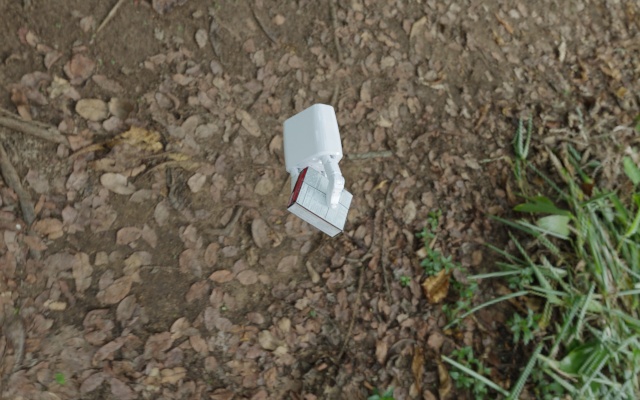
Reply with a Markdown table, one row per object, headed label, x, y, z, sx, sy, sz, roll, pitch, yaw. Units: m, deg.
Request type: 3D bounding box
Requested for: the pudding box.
| label | x | y | z | sx | sy | sz | roll | pitch | yaw |
| --- | --- | --- | --- | --- | --- | --- | --- | --- | --- |
| pudding box | 0.000 | 0.003 | 0.889 | 0.113 | 0.090 | 0.039 | 32 | -36 | -18 |
